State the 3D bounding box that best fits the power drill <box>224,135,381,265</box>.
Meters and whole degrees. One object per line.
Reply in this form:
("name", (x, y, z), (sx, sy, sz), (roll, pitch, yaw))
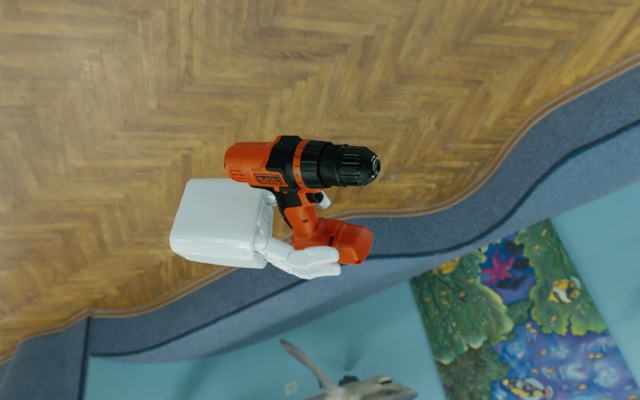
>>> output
("power drill", (0.000, 0.002, 0.556), (0.184, 0.057, 0.188), (6, -36, 30))
